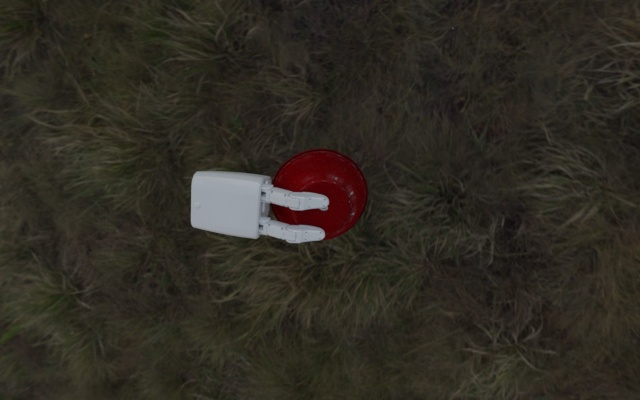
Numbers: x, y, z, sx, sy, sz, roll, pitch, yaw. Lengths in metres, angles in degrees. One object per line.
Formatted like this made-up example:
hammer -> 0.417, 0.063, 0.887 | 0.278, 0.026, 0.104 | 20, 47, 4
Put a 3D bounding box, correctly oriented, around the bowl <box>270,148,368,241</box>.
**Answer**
bowl -> 0.001, 0.002, 0.756 | 0.162, 0.162, 0.055 | 0, 22, -5
